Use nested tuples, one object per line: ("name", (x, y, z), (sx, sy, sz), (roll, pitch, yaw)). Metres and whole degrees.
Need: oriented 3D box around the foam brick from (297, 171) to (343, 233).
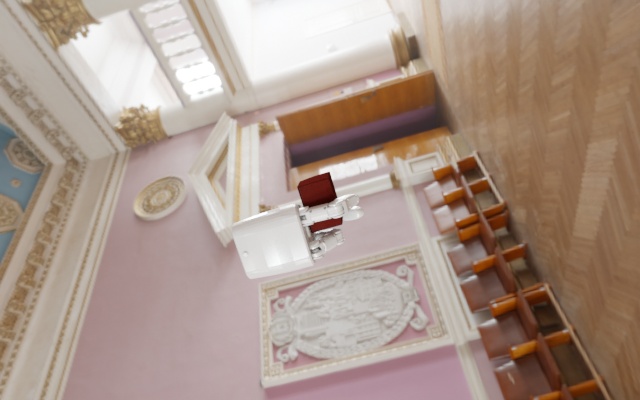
("foam brick", (0.000, 0.002, 0.740), (0.051, 0.078, 0.053), (-15, 12, 7))
